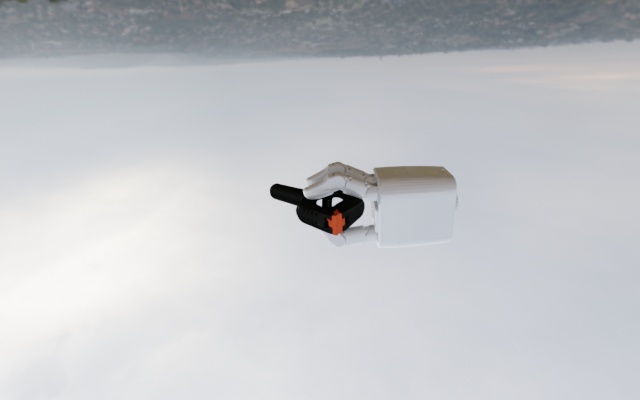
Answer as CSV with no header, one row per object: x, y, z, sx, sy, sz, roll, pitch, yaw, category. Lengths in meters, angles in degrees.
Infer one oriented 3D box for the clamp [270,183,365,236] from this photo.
0.000,0.003,0.690,0.164,0.036,0.210,-5,17,2,clamp
